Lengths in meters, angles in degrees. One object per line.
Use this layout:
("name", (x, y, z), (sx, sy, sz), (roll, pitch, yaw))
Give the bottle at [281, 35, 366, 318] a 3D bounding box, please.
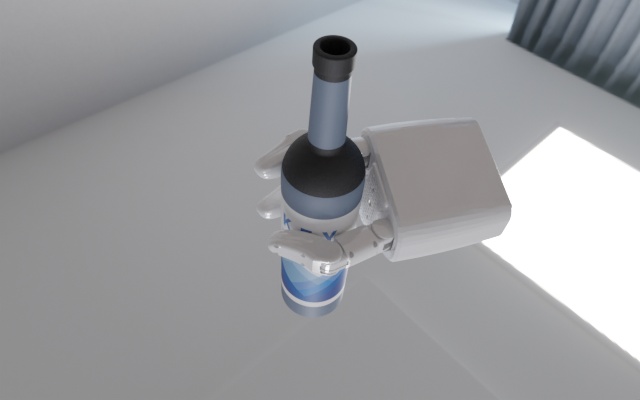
("bottle", (0.000, 0.002, 0.401), (0.069, 0.069, 0.296), (0, -40, -5))
